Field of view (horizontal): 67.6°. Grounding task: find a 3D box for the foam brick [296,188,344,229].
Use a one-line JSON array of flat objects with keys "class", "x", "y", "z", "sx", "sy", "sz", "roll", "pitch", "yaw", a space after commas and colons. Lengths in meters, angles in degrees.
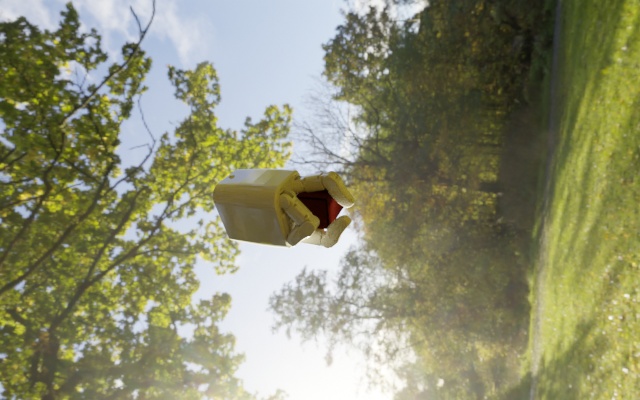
[{"class": "foam brick", "x": 0.000, "y": 0.002, "z": 0.736, "sx": 0.051, "sy": 0.053, "sz": 0.078, "roll": 4, "pitch": 26, "yaw": 20}]
